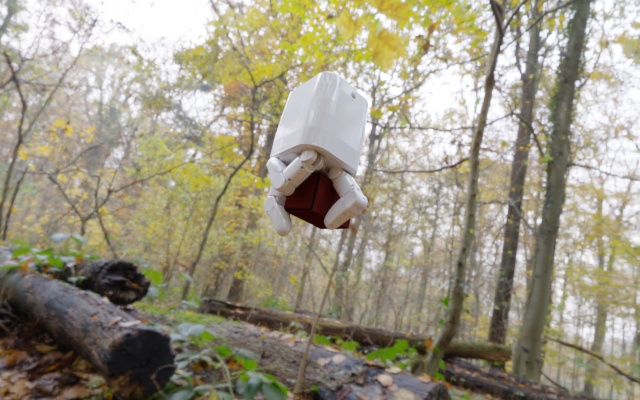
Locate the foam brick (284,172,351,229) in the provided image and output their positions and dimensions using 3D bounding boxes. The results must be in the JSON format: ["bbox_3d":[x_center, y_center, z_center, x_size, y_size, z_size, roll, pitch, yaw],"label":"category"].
[{"bbox_3d":[0.000,0.002,0.627,0.053,0.051,0.078,-2,-22,41],"label":"foam brick"}]
